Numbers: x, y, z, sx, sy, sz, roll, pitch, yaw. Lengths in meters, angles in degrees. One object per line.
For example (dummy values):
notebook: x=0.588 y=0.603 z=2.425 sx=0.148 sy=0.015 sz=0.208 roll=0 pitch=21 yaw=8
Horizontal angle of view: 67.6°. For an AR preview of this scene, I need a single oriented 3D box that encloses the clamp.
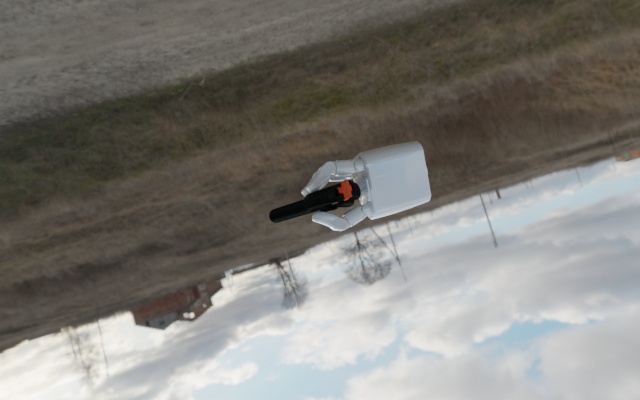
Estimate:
clamp: x=0.001 y=0.003 z=0.798 sx=0.164 sy=0.036 sz=0.210 roll=-14 pitch=-5 yaw=-12
